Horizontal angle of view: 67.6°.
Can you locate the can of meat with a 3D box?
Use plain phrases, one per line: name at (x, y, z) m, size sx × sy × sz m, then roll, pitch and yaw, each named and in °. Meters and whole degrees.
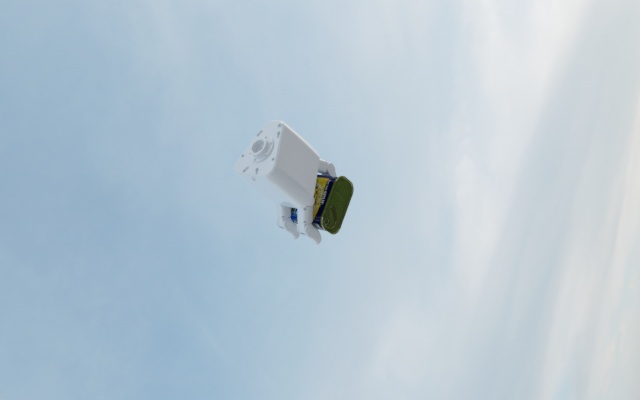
can of meat at (0.000, 0.003, 0.857) m, size 0.084 × 0.102 × 0.057 m, roll 10°, pitch -16°, yaw 39°
